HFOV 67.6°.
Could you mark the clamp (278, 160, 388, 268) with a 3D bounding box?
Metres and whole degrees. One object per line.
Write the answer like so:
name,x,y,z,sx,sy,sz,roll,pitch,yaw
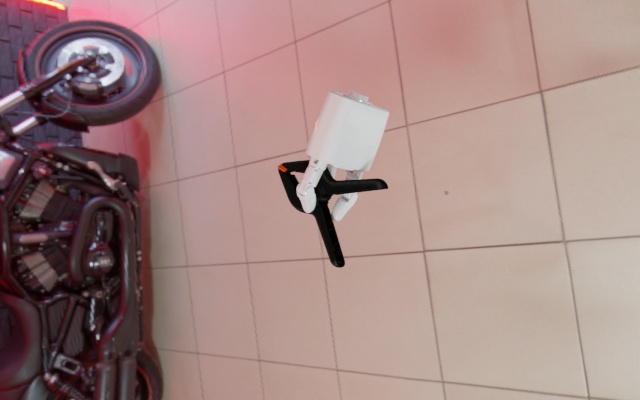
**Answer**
clamp,-0.001,0.002,0.812,0.210,0.164,0.036,31,15,32
